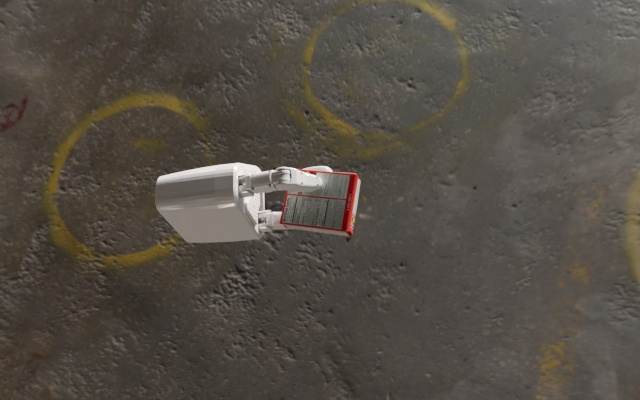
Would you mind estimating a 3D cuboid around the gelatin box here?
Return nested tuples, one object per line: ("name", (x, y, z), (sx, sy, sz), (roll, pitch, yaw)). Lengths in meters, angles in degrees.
("gelatin box", (0.000, 0.002, 0.589), (0.089, 0.073, 0.030), (5, -15, 18))
